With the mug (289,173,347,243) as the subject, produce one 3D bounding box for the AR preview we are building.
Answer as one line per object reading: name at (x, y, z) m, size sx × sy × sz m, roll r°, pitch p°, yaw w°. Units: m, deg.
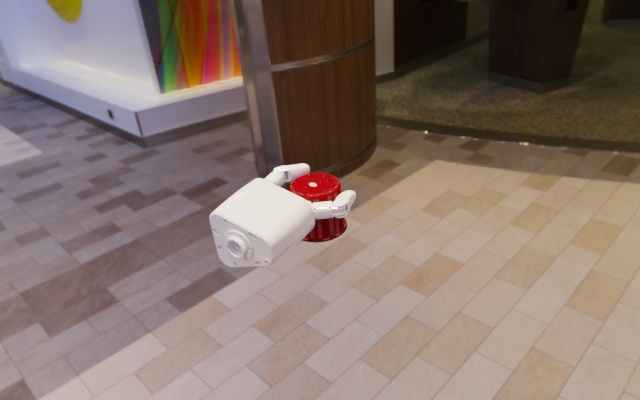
mug at (0.001, 0.002, 0.773) m, size 0.093 × 0.081 × 0.117 m, roll 11°, pitch 33°, yaw 27°
